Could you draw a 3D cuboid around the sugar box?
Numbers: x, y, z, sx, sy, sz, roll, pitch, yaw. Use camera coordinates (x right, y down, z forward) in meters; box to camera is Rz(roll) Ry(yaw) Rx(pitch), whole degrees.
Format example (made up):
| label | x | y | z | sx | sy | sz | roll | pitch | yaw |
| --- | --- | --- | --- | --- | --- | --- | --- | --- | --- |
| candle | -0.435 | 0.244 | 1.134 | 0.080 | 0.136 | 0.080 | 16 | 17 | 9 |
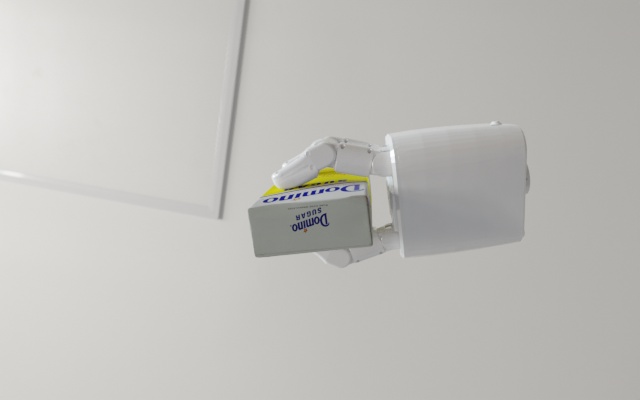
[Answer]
| label | x | y | z | sx | sy | sz | roll | pitch | yaw |
| --- | --- | --- | --- | --- | --- | --- | --- | --- | --- |
| sugar box | 0.000 | 0.001 | 0.435 | 0.093 | 0.048 | 0.176 | -6 | 9 | 6 |
